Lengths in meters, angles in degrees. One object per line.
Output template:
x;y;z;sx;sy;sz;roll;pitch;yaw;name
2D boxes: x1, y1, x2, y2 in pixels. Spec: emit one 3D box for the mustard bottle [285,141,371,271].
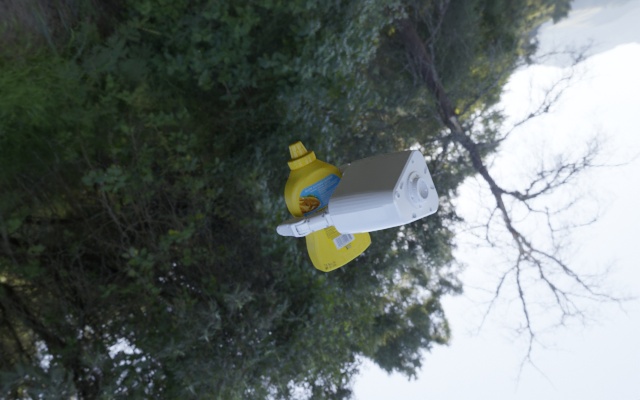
0.000;0.003;0.712;0.096;0.192;0.058;-30;16;-21;mustard bottle
